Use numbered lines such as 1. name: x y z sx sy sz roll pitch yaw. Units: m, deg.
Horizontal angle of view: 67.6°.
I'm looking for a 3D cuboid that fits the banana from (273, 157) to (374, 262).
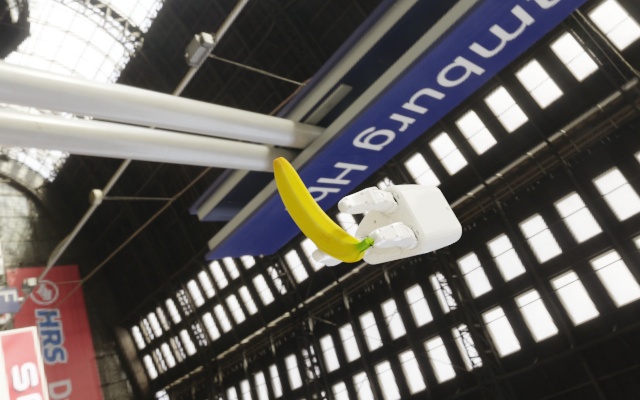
1. banana: -0.003 0.019 0.604 0.037 0.070 0.197 -11 40 -41
